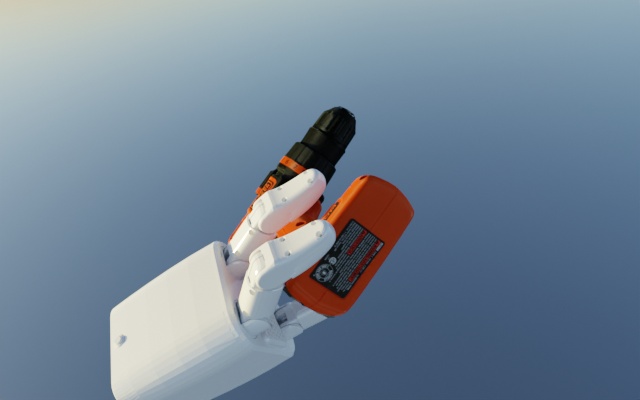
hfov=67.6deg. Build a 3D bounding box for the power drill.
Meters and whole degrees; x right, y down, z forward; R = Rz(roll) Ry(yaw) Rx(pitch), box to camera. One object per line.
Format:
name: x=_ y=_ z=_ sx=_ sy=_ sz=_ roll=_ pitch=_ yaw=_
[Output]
power drill: x=0.000 y=0.002 z=0.413 sx=0.057 sy=0.184 sz=0.187 roll=34 pitch=-1 yaw=-24
